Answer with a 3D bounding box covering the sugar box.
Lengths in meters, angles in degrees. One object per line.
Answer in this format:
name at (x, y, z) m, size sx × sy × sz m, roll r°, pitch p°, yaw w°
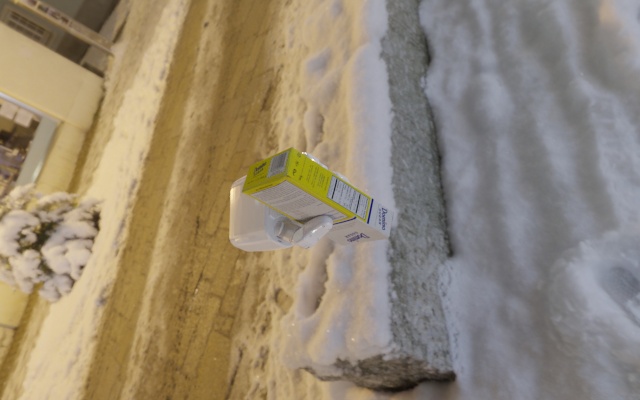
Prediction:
sugar box at (0.000, 0.001, 0.605) m, size 0.176 × 0.048 × 0.093 m, roll 28°, pitch -27°, yaw -34°
